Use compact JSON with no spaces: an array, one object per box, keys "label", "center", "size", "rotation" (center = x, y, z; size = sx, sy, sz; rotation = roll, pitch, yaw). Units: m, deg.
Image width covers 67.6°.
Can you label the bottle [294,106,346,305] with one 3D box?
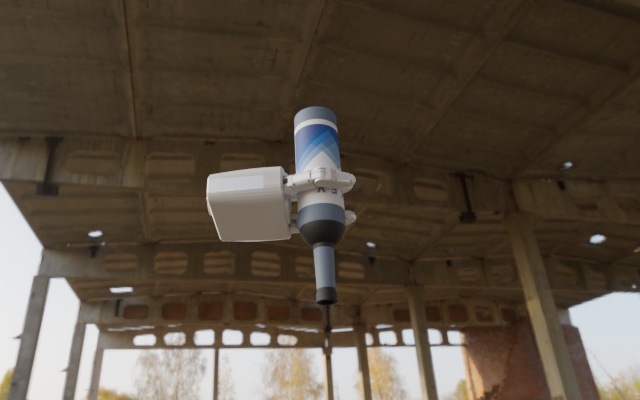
[{"label":"bottle","center":[0.000,0.002,0.686],"size":[0.069,0.295,0.069],"rotation":[-3,-28,-2]}]
